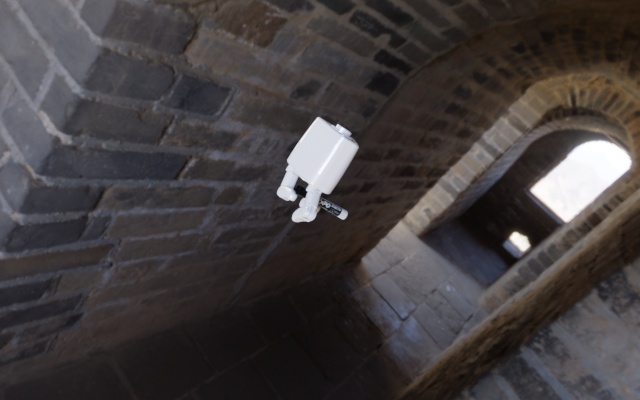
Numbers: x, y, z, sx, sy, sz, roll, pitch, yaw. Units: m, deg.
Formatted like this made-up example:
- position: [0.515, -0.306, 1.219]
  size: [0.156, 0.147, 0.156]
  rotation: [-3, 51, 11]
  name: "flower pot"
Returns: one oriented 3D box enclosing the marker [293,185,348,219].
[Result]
- position: [0.000, 0.003, 0.897]
  size: [0.121, 0.020, 0.020]
  rotation: [28, -14, -27]
  name: "marker"
